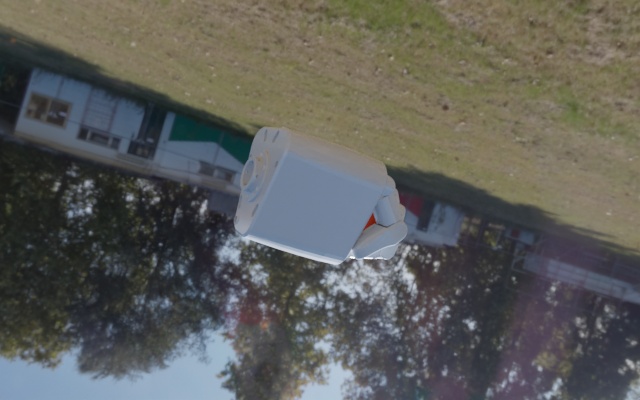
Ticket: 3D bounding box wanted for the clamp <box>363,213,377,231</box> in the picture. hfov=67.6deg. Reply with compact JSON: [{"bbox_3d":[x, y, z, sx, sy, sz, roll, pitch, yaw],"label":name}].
[{"bbox_3d":[0.000,0.003,0.569,0.120,0.039,0.171,19,-1,-28],"label":"clamp"}]
